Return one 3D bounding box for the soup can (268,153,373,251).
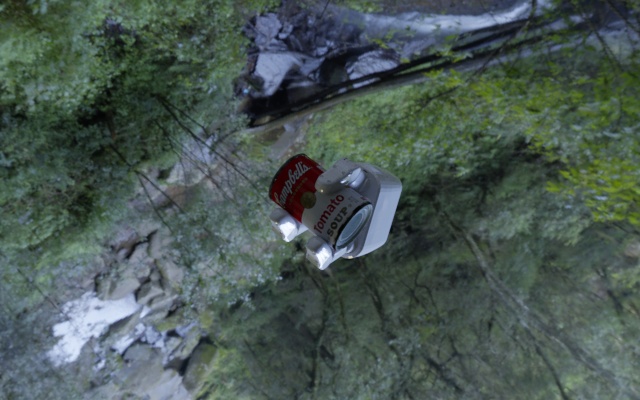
[{"bbox_3d":[0.000,0.002,0.544,0.102,0.068,0.068,37,15,21],"label":"soup can"}]
